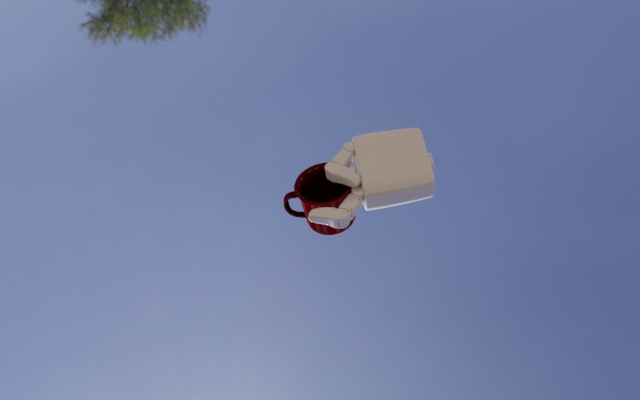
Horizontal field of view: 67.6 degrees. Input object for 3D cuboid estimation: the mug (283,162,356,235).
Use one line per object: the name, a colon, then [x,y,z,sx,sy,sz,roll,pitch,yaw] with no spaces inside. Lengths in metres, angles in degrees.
mug: [-0.001,0.003,0.755,0.117,0.093,0.082,-10,-45,4]
